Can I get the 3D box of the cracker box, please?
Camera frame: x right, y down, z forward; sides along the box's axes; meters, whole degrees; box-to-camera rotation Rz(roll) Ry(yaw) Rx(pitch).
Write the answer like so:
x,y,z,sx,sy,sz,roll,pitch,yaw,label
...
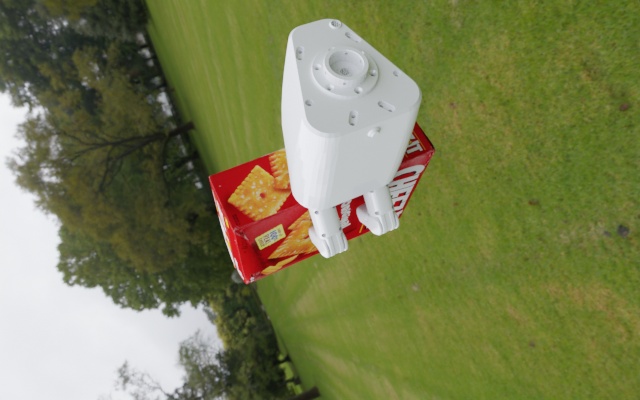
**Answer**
x,y,z,sx,sy,sz,roll,pitch,yaw,label
0.000,0.002,0.518,0.213,0.072,0.164,-21,-23,-15,cracker box
